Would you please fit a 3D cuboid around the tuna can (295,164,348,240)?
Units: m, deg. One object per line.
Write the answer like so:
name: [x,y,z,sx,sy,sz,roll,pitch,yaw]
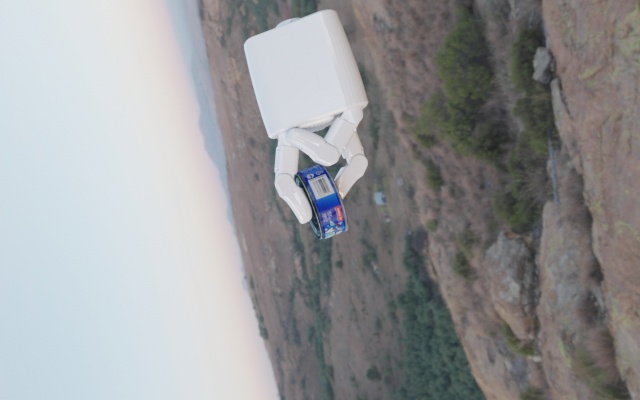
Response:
tuna can: [0.000,0.002,0.560,0.034,0.086,0.086,-21,4,-10]
